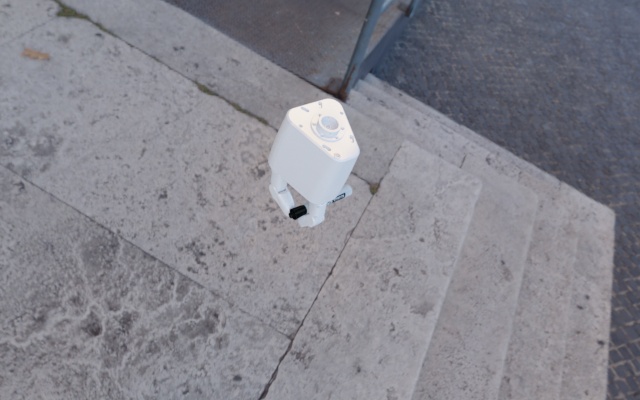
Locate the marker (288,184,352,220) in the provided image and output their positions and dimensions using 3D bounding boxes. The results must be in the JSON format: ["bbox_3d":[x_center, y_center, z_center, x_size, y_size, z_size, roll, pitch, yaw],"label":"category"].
[{"bbox_3d":[0.000,0.003,0.767,0.121,0.020,0.020,-24,13,-31],"label":"marker"}]
